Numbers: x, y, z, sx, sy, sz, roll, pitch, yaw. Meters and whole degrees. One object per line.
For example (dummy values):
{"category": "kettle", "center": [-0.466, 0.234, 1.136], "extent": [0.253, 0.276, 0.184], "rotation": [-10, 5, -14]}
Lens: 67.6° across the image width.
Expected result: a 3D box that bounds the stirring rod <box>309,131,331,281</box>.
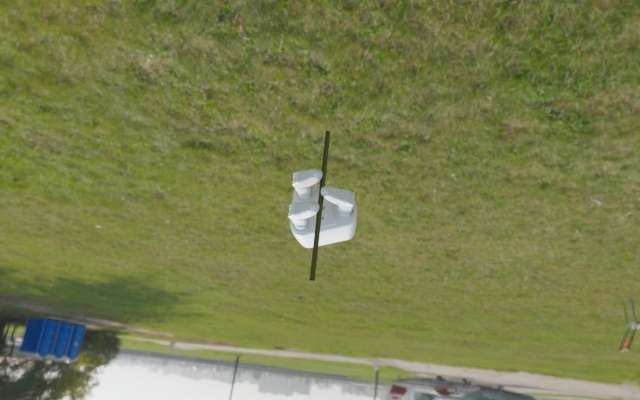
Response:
{"category": "stirring rod", "center": [0.000, 0.002, 0.730], "extent": [0.011, 0.239, 0.011], "rotation": [5, -19, 2]}
